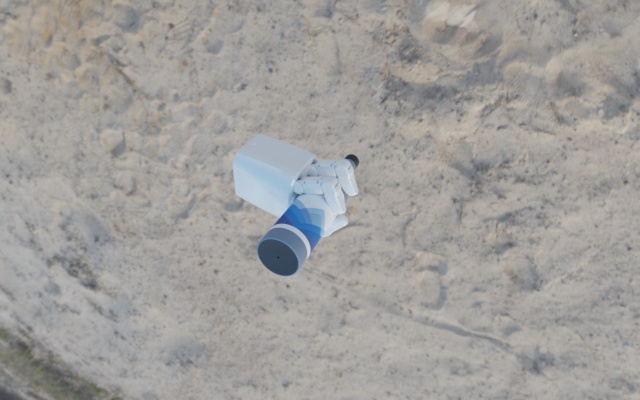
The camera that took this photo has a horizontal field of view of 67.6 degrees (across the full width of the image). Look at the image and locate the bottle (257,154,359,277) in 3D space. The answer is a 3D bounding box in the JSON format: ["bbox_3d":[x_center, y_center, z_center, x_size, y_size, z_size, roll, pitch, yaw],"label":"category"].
[{"bbox_3d":[0.000,0.003,0.759,0.069,0.069,0.295,0,31,27],"label":"bottle"}]
